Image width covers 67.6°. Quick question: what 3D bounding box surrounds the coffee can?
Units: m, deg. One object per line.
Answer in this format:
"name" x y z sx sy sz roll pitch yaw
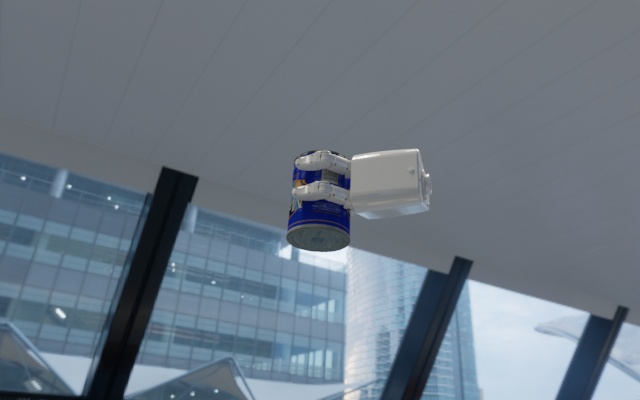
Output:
"coffee can" 0.000 0.003 0.792 0.103 0.140 0.103 3 -27 2
